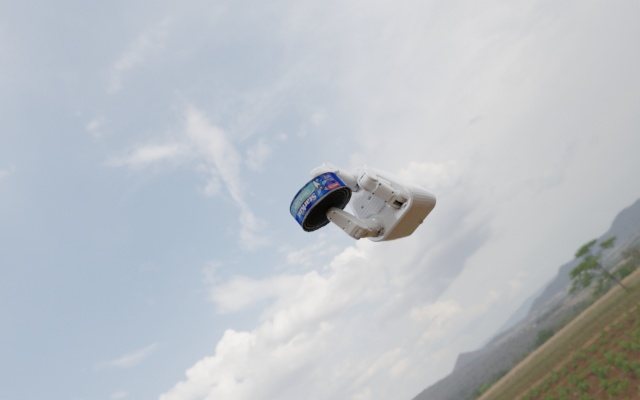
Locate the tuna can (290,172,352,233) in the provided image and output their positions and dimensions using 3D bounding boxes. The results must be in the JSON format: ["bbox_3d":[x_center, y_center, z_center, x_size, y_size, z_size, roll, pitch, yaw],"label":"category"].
[{"bbox_3d":[0.000,0.002,0.653,0.033,0.086,0.086,49,23,23],"label":"tuna can"}]
